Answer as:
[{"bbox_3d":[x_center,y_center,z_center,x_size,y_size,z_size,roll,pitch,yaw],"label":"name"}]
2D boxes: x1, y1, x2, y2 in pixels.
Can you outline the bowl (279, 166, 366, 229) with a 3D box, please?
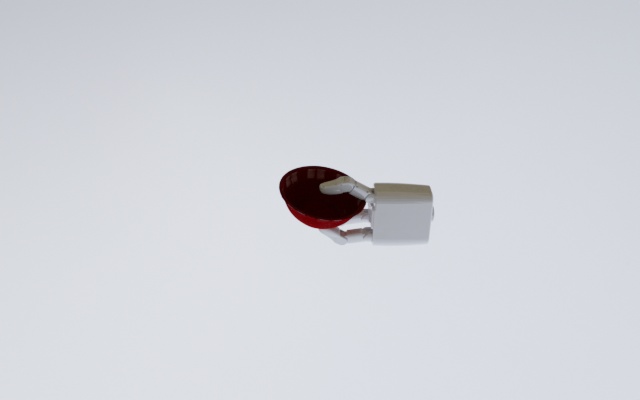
[{"bbox_3d":[-0.001,0.003,0.879,0.162,0.055,0.162,8,37,-7],"label":"bowl"}]
